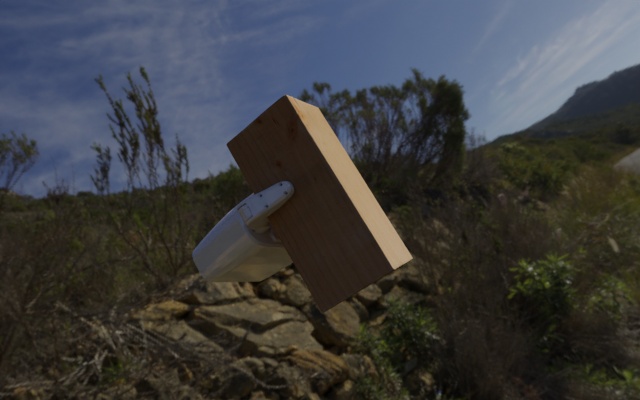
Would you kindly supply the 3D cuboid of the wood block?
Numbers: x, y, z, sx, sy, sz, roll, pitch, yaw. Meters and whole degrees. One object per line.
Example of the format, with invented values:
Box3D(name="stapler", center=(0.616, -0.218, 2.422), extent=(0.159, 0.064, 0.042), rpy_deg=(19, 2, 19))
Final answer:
Box3D(name="wood block", center=(0.000, 0.002, 0.516), extent=(0.090, 0.206, 0.091), rpy_deg=(-35, -12, 20))
